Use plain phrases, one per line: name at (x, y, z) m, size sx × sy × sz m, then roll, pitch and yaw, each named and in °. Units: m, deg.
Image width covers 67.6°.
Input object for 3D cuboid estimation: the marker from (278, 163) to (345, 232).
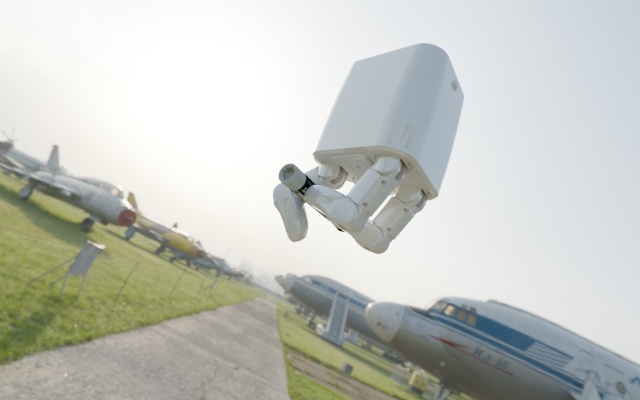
marker at (0.000, 0.001, 0.438) m, size 0.020 × 0.020 × 0.121 m, roll 0°, pitch -24°, yaw 29°
